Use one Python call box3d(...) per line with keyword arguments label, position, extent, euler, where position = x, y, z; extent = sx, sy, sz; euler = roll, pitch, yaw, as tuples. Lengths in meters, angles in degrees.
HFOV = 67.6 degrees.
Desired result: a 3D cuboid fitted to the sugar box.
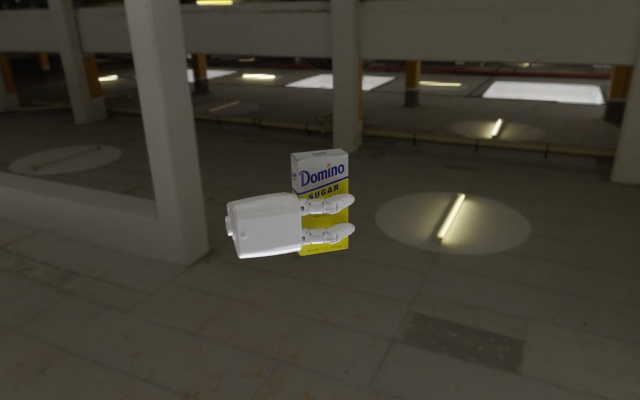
box3d(label="sugar box", position=(0.000, 0.003, 0.831), extent=(0.093, 0.176, 0.048), euler=(-8, 23, -17))
